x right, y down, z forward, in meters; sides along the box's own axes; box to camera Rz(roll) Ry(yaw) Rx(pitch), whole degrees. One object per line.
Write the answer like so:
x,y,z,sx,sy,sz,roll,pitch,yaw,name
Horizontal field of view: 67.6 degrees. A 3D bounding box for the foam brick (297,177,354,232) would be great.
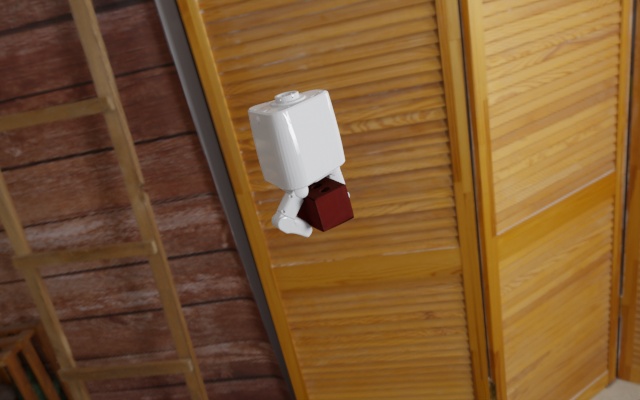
0.000,0.002,0.668,0.053,0.051,0.078,-26,26,-24,foam brick
